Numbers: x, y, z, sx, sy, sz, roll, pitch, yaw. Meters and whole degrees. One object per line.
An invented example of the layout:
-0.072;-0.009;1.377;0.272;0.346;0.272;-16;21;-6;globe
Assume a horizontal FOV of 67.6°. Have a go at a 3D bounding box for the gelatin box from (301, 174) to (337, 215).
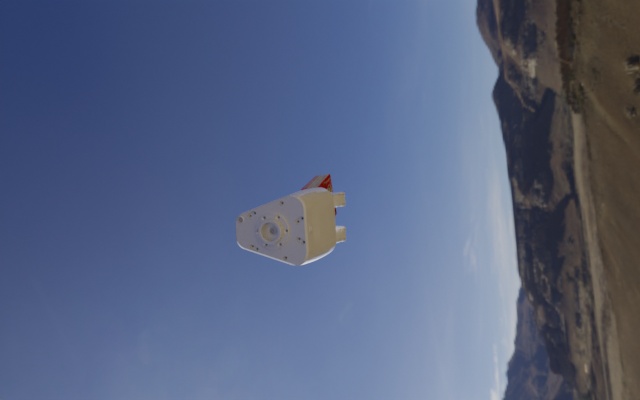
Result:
0.000;0.003;0.793;0.030;0.073;0.089;-6;16;17;gelatin box
